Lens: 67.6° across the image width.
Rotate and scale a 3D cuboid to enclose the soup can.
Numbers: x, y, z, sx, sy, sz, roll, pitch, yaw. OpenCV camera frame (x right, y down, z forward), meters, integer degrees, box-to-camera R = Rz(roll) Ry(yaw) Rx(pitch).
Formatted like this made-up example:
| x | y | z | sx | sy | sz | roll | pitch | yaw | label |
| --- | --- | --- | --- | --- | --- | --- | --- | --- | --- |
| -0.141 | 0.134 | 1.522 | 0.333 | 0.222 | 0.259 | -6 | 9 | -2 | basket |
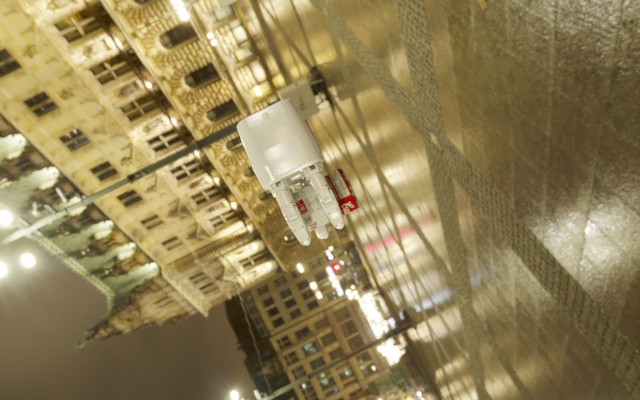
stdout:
| x | y | z | sx | sy | sz | roll | pitch | yaw | label |
| --- | --- | --- | --- | --- | --- | --- | --- | --- | --- |
| 0.000 | 0.003 | 0.724 | 0.102 | 0.068 | 0.068 | -26 | 0 | 0 | soup can |
